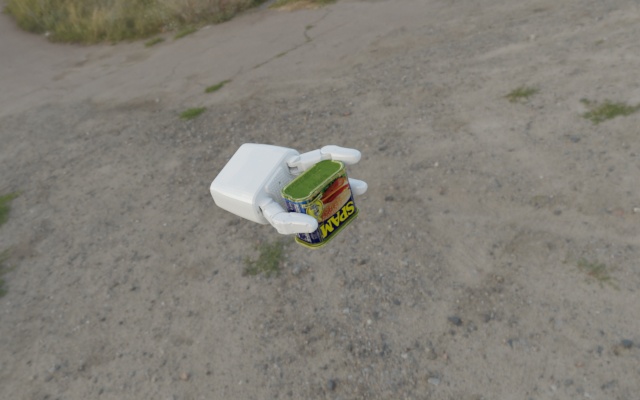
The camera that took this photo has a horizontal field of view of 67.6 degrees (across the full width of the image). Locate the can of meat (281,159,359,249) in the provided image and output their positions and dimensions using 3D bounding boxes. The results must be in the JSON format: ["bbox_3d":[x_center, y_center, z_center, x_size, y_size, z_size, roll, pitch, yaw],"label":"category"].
[{"bbox_3d":[0.000,0.002,0.663,0.057,0.084,0.102,18,47,42],"label":"can of meat"}]
